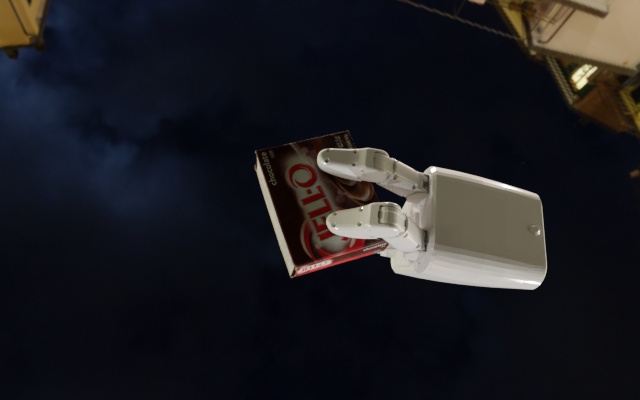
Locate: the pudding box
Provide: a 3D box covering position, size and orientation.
[{"bbox_3d":[0.000,0.001,0.419,0.090,0.113,0.039,-15,-23,-18],"label":"pudding box"}]
